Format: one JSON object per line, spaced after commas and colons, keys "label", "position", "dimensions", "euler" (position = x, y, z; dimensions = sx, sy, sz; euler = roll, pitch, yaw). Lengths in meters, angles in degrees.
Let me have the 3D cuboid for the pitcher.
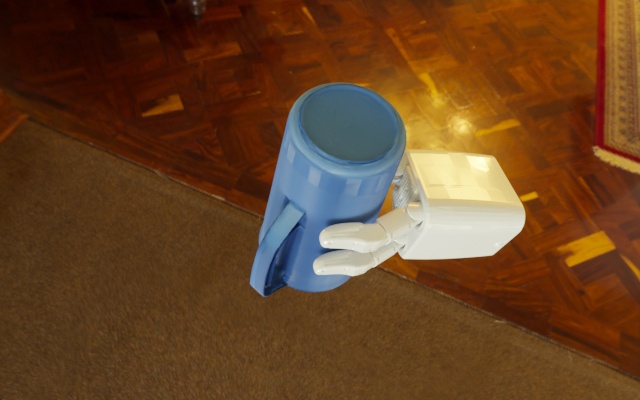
{"label": "pitcher", "position": [0.000, 0.002, 0.510], "dimensions": [0.145, 0.149, 0.243], "euler": [1, -32, -10]}
